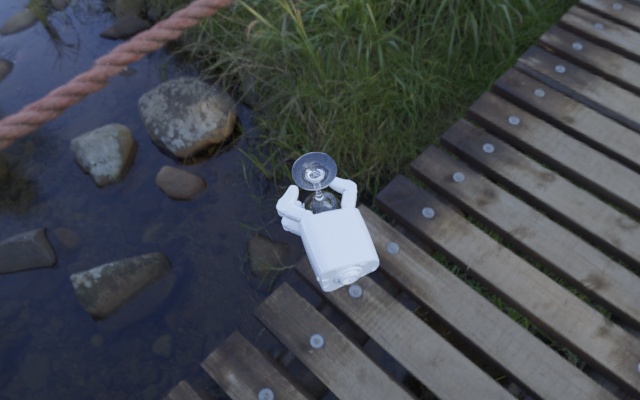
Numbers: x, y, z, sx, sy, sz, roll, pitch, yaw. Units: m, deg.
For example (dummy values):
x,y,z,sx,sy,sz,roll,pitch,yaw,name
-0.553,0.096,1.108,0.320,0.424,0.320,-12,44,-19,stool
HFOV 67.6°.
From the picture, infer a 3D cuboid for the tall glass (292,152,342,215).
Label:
x,y,z,sx,sy,sz,roll,pitch,yaw,name
0.000,0.002,0.858,0.079,0.079,0.201,0,-31,7,tall glass
